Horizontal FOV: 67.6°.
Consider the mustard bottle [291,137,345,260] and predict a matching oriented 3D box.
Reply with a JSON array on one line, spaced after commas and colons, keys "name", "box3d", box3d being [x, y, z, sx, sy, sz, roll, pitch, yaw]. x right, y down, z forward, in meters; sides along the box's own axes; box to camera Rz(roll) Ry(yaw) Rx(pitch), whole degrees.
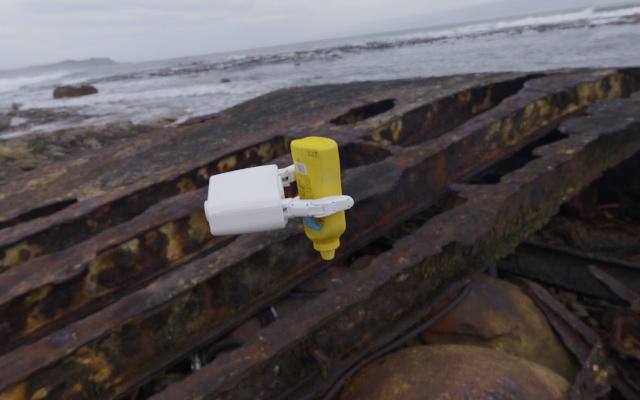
[{"name": "mustard bottle", "box3d": [0.000, 0.002, 0.736, 0.058, 0.192, 0.096, -17, 21, -26]}]
